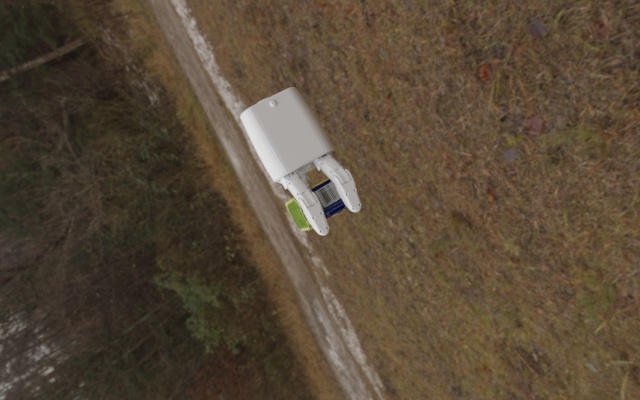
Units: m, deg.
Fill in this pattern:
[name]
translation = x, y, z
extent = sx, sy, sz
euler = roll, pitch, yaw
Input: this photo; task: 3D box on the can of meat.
[can of meat]
translation = 0.000, 0.003, 0.702
extent = 0.084, 0.057, 0.102
euler = -29, 1, -14
